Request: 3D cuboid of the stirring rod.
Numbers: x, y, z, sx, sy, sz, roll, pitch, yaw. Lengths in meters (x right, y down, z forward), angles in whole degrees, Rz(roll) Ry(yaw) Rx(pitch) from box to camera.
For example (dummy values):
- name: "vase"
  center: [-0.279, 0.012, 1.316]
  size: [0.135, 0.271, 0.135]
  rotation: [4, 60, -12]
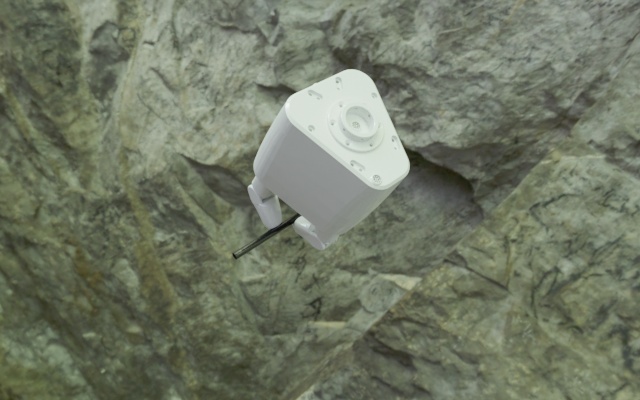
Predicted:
- name: "stirring rod"
  center: [0.000, 0.002, 0.552]
  size: [0.239, 0.011, 0.011]
  rotation: [-32, 17, -29]
